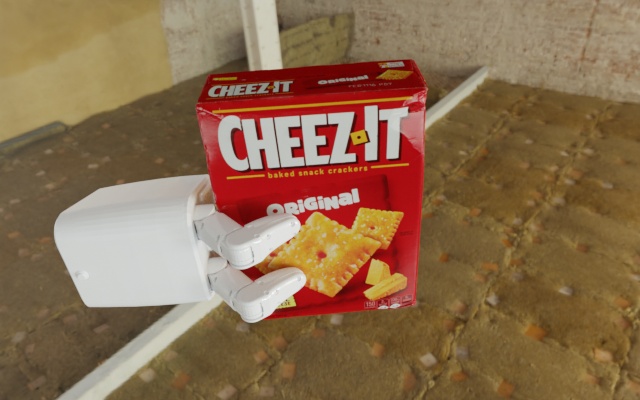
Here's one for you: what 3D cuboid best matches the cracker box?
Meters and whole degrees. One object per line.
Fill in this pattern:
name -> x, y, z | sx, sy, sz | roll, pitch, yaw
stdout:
cracker box -> 0.000, 0.001, 0.404 | 0.164, 0.214, 0.072 | -4, 34, 0
